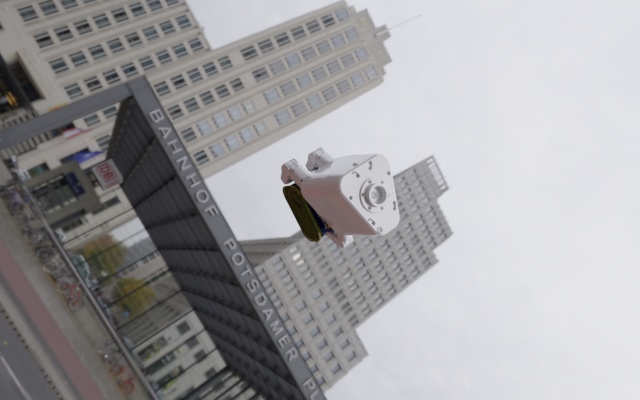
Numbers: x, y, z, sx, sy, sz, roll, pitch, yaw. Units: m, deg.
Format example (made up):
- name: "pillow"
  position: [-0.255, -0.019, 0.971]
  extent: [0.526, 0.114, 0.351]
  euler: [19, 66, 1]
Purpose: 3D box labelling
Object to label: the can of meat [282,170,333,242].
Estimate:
- name: "can of meat"
  position: [0.000, 0.002, 0.777]
  extent: [0.084, 0.102, 0.057]
  euler: [-32, 12, -25]
